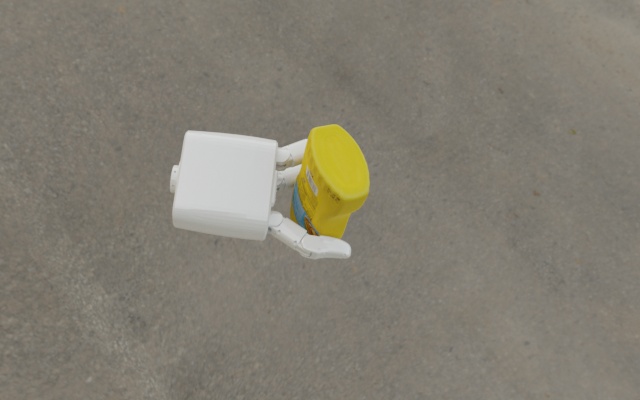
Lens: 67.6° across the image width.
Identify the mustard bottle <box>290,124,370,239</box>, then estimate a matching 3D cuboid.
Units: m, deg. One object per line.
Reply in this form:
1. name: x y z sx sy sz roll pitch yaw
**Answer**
1. mustard bottle: 0.000 0.002 0.577 0.058 0.096 0.192 -15 -24 -21
